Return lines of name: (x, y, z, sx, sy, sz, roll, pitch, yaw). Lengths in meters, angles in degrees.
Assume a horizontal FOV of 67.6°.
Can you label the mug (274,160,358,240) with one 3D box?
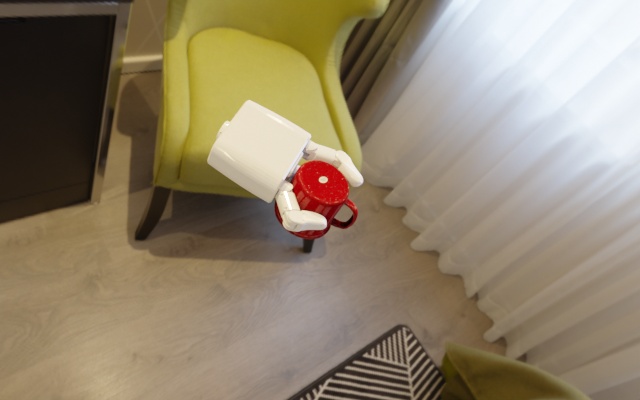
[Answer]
mug: (0.001, 0.003, 0.695, 0.117, 0.093, 0.081, 30, -45, -4)
